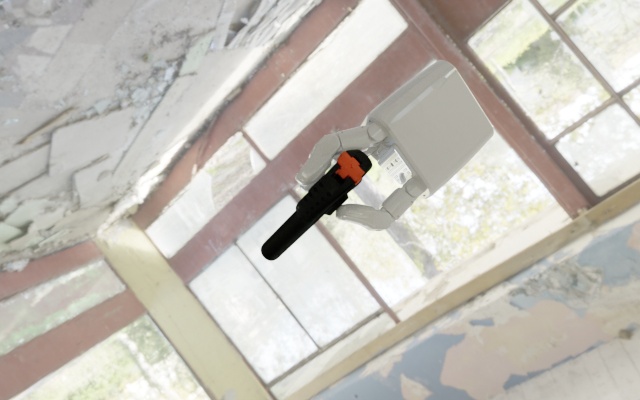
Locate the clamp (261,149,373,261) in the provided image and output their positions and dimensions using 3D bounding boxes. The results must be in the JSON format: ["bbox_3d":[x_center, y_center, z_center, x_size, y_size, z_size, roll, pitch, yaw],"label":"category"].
[{"bbox_3d":[0.001,0.002,0.513,0.164,0.036,0.210,-43,-2,-11],"label":"clamp"}]
